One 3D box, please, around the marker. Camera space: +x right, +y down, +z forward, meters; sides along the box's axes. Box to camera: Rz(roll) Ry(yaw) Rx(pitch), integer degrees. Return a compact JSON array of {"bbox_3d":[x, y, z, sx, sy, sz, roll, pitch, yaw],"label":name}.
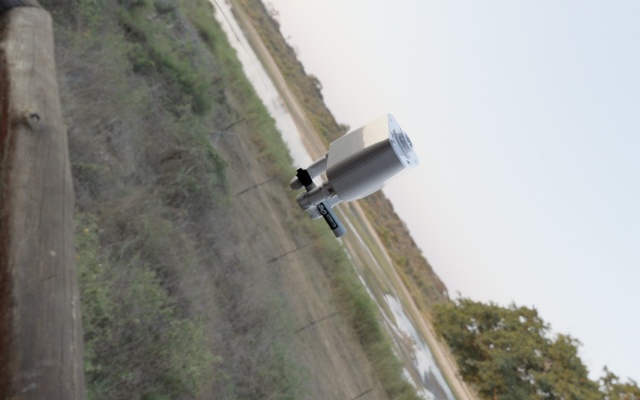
[{"bbox_3d":[0.000,0.002,0.722,0.020,0.121,0.020,-32,11,7],"label":"marker"}]
